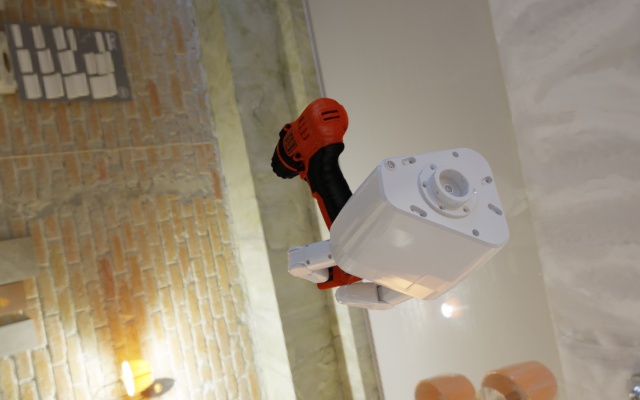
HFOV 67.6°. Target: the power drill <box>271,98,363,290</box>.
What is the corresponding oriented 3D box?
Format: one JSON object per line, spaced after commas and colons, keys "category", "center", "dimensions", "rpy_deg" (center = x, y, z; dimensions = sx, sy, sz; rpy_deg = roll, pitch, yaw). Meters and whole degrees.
{"category": "power drill", "center": [0.000, 0.002, 0.529], "dimensions": [0.057, 0.187, 0.184], "rpy_deg": [-17, -6, -20]}
